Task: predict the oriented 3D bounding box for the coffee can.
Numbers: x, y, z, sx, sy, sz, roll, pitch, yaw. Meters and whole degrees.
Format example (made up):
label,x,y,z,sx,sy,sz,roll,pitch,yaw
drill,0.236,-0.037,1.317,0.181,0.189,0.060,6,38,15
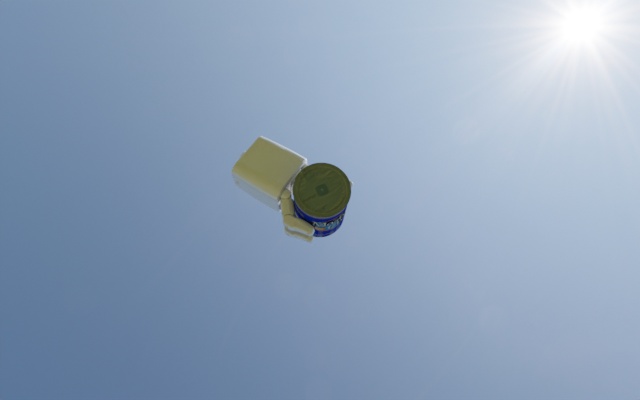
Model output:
label,x,y,z,sx,sy,sz,roll,pitch,yaw
coffee can,0.000,0.003,0.896,0.103,0.102,0.140,0,-19,-2
